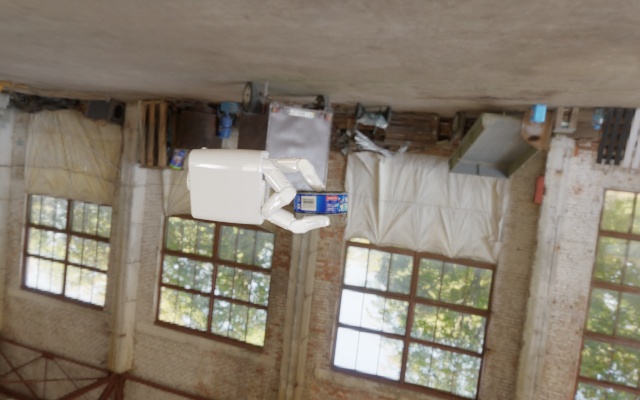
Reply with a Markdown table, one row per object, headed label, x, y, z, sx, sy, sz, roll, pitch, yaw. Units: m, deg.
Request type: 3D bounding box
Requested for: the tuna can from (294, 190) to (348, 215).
| label | x | y | z | sx | sy | sz | roll | pitch | yaw |
| --- | --- | --- | --- | --- | --- | --- | --- | --- | --- |
| tuna can | 0.000 | 0.003 | 0.749 | 0.086 | 0.034 | 0.086 | 1 | 3 | 0 |
